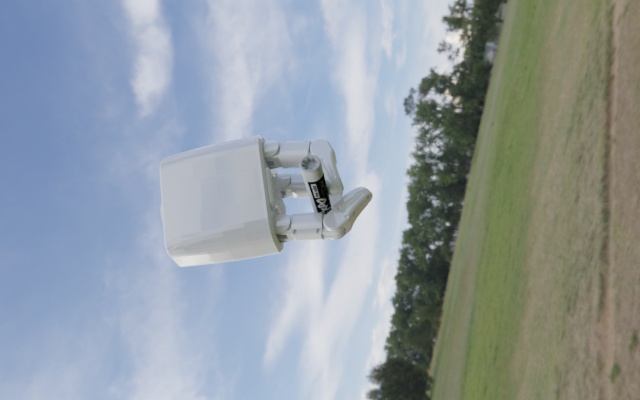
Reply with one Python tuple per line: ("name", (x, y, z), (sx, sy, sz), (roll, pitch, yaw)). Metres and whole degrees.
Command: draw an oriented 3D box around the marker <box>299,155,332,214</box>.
("marker", (0.000, 0.001, 0.452), (0.020, 0.020, 0.121), (0, -33, 10))
